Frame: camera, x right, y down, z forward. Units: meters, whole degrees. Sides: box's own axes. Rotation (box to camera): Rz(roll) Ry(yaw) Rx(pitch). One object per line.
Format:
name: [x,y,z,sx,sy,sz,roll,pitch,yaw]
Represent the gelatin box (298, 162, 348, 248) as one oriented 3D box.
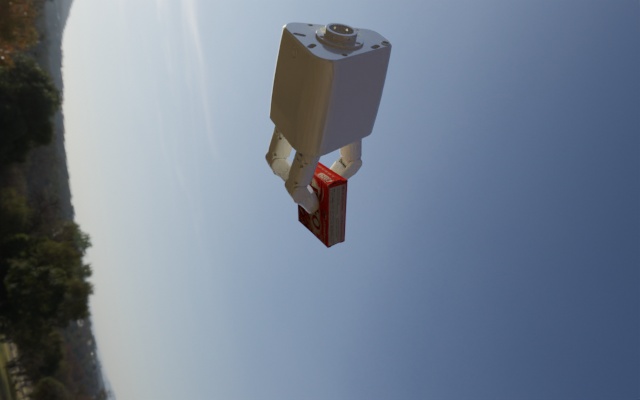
gelatin box: [0.000,0.002,0.591,0.030,0.089,0.073,-18,35,-27]
